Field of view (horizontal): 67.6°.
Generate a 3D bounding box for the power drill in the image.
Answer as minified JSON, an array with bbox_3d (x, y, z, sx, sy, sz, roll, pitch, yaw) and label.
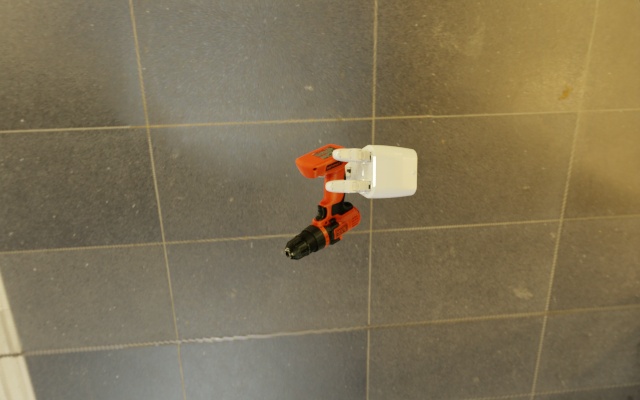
[{"bbox_3d":[0.000,0.002,0.885,0.057,0.188,0.184,24,40,38],"label":"power drill"}]
